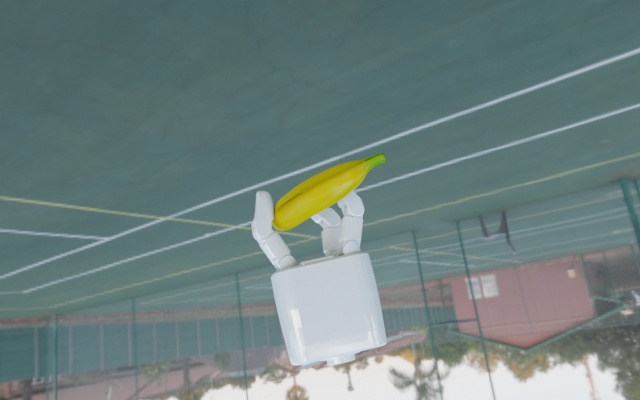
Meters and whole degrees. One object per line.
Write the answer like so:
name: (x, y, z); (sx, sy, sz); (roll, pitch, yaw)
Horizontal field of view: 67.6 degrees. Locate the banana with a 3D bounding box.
banana: (-0.011, 0.002, 0.553); (0.069, 0.037, 0.198); (-6, -17, -43)
